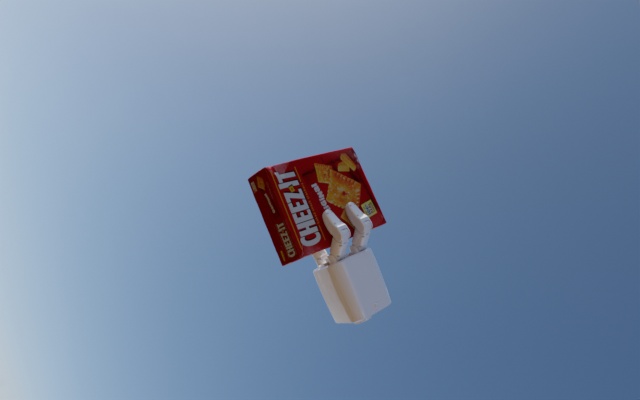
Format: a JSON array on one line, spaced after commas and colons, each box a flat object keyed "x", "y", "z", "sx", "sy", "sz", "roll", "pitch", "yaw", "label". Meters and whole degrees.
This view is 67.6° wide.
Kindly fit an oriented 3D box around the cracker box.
[{"x": 0.000, "y": 0.003, "z": 0.858, "sx": 0.213, "sy": 0.164, "sz": 0.072, "roll": -18, "pitch": -8, "yaw": -40, "label": "cracker box"}]
